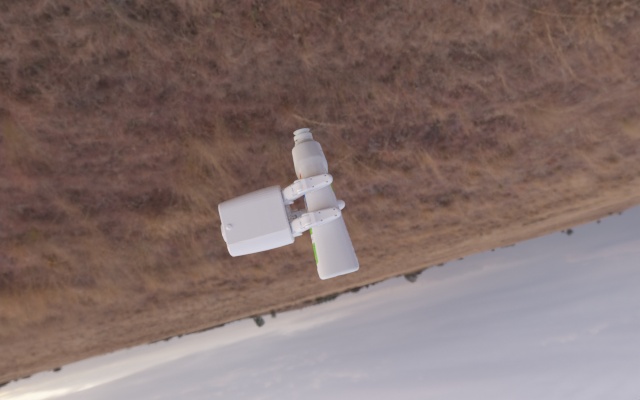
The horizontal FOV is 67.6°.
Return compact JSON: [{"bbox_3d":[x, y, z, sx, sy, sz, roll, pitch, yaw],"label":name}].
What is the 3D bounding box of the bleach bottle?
[{"bbox_3d":[0.000,0.003,0.803,0.068,0.250,0.102,-15,-9,-2],"label":"bleach bottle"}]
